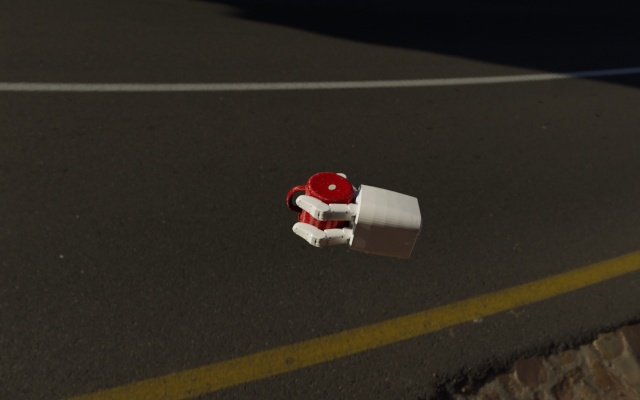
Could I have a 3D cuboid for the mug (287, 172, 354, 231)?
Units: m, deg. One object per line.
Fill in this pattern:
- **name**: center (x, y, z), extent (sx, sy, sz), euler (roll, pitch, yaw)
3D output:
- **mug**: center (-0.001, 0.002, 0.835), extent (0.117, 0.082, 0.093), euler (11, 39, 0)
